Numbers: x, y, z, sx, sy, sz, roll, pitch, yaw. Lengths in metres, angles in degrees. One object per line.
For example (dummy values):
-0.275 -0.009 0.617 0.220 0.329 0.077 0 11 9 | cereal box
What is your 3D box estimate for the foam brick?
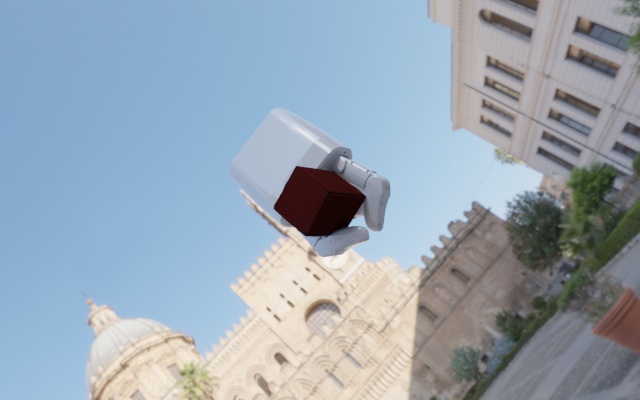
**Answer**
0.000 0.002 0.497 0.051 0.053 0.078 39 17 27 | foam brick
